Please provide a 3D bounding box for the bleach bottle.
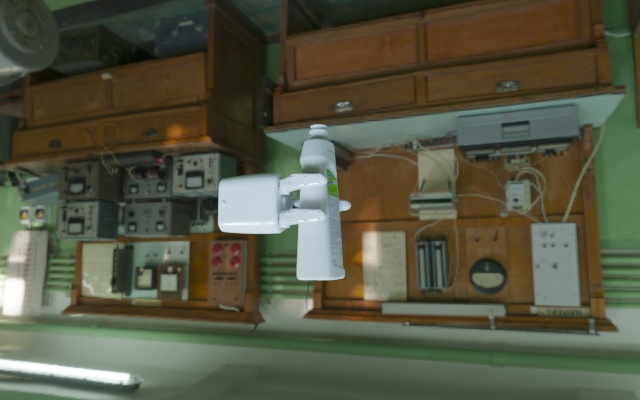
[{"bbox_3d":[0.000,0.003,0.786,0.068,0.251,0.102,-2,-8,16],"label":"bleach bottle"}]
